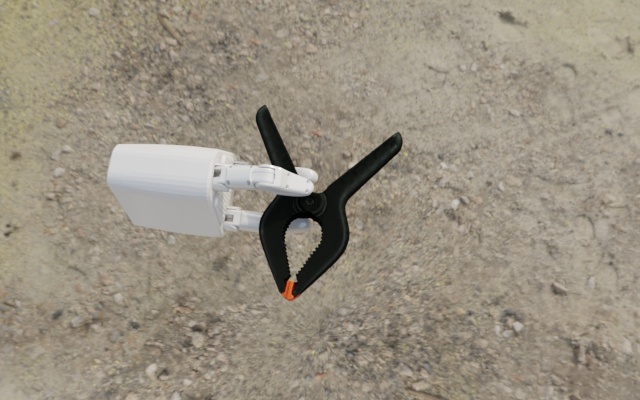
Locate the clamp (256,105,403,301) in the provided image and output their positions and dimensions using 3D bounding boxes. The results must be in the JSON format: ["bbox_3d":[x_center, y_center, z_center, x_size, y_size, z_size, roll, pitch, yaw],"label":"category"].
[{"bbox_3d":[0.000,0.002,0.505,0.164,0.210,0.036,5,-15,4],"label":"clamp"}]
